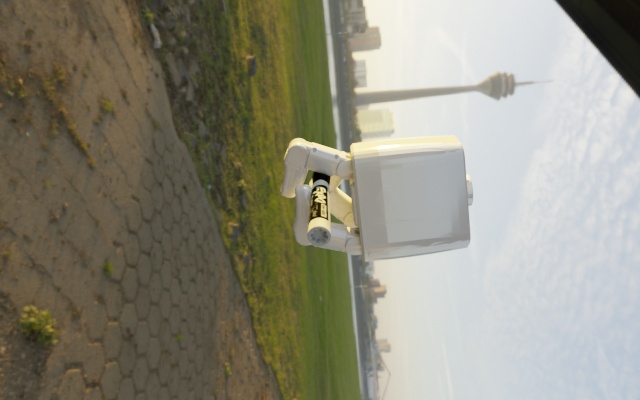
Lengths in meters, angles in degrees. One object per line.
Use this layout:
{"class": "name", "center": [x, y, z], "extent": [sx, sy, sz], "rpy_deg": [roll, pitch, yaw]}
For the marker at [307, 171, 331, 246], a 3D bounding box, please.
{"class": "marker", "center": [0.000, 0.001, 0.431], "extent": [0.020, 0.020, 0.121], "rpy_deg": [0, 27, 1]}
